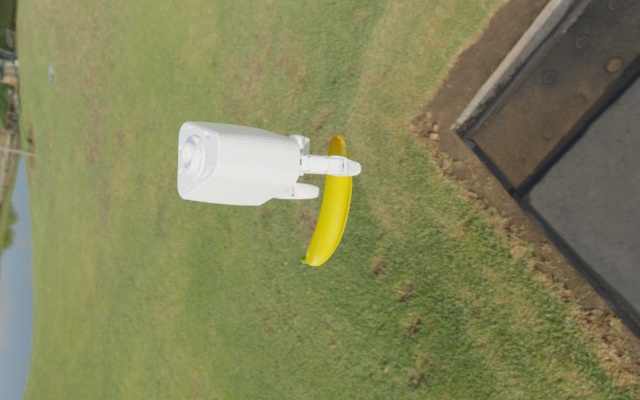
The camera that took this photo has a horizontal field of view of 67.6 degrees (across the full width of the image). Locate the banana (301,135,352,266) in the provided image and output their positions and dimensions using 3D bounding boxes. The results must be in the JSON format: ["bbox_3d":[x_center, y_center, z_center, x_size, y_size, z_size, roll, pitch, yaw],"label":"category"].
[{"bbox_3d":[0.010,0.013,0.650,0.037,0.198,0.069,2,22,-40],"label":"banana"}]
